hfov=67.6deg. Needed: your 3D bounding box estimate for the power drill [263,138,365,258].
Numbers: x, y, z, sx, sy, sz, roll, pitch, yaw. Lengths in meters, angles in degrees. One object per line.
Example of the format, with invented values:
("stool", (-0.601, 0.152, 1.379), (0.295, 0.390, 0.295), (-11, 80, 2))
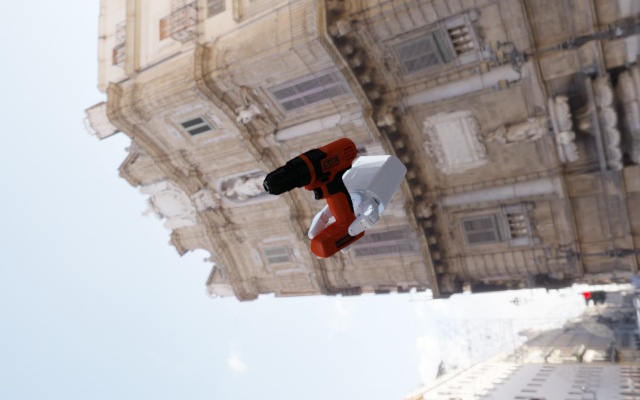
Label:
("power drill", (0.000, 0.003, 0.831), (0.184, 0.188, 0.057), (-27, 28, -26))
